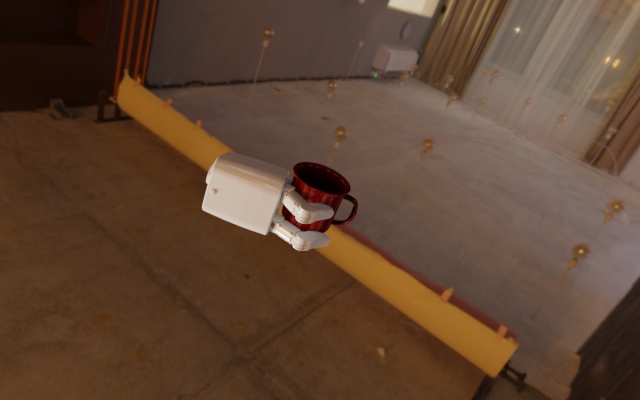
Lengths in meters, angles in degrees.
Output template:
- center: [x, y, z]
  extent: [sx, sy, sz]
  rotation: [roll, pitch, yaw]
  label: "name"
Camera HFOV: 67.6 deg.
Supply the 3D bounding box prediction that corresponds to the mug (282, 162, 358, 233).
- center: [0.001, 0.003, 0.742]
  extent: [0.117, 0.081, 0.093]
  rotation: [20, 28, -6]
  label: "mug"
